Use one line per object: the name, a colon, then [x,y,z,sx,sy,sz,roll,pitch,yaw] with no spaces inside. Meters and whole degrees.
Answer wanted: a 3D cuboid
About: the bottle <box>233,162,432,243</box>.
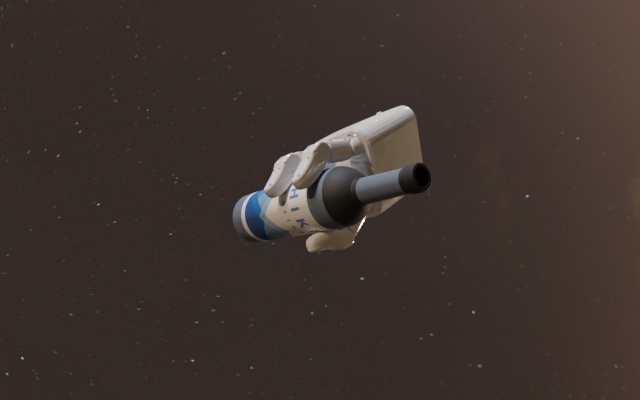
bottle: [0.000,0.002,0.540,0.069,0.069,0.296,0,-9,-39]
